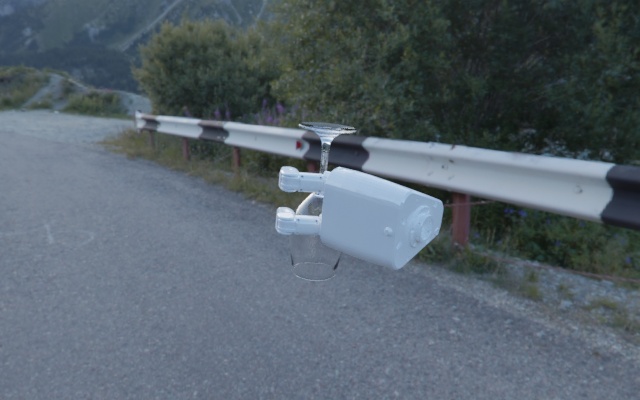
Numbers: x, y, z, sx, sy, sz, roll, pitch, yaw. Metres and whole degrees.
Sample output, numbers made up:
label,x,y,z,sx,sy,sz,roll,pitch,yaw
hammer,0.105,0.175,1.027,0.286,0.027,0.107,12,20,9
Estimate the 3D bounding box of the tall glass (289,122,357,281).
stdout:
label,x,y,z,sx,sy,sz,roll,pitch,yaw
tall glass,0.000,0.001,0.631,0.079,0.201,0.079,5,16,-2
